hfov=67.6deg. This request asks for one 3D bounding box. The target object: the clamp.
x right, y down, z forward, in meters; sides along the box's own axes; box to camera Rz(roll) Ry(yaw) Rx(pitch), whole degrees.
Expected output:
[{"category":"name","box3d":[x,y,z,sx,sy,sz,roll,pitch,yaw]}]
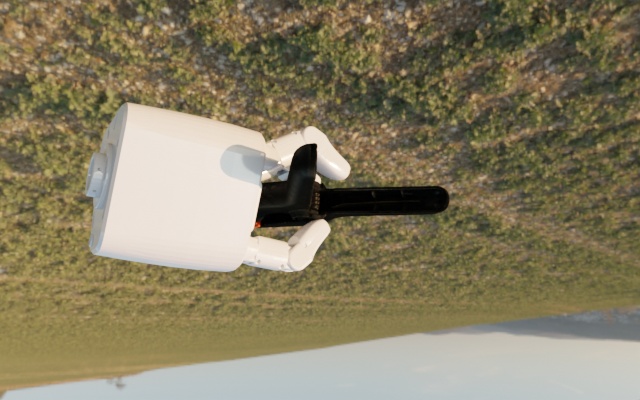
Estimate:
[{"category":"clamp","box3d":[0.000,0.002,0.446,0.164,0.036,0.210,13,-17,-32]}]
